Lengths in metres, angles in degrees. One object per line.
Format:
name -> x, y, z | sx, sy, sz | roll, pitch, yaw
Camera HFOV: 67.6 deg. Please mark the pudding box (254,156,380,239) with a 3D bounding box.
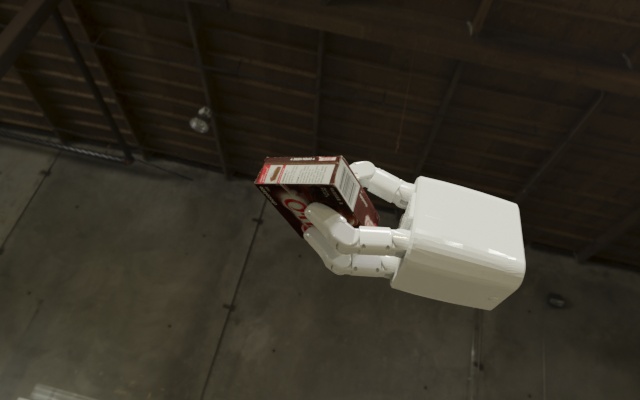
pudding box -> 0.000, 0.001, 0.489 | 0.090, 0.039, 0.114 | 1, -35, 29
